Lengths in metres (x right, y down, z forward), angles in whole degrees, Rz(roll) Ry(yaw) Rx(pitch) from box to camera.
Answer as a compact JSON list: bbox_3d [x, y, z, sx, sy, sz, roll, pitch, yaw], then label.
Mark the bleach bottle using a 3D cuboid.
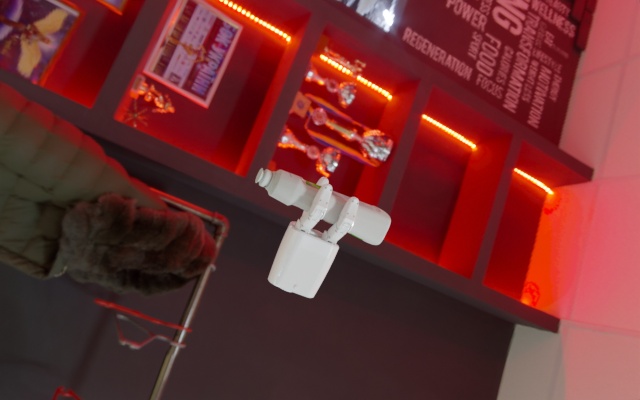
[{"bbox_3d":[0.000,0.003,0.867,0.251,0.068,0.102,24,4,-19],"label":"bleach bottle"}]
